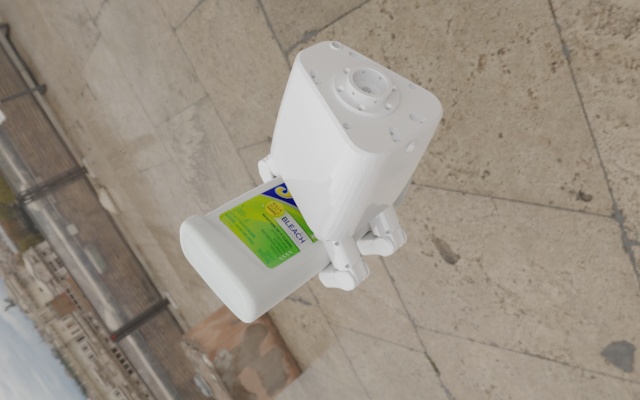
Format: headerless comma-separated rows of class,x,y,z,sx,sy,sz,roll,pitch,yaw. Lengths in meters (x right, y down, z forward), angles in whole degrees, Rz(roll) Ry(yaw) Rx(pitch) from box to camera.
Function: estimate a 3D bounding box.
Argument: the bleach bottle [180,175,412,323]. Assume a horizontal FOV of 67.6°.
bleach bottle,0.000,0.002,0.457,0.250,0.102,0.068,-35,-19,-32
